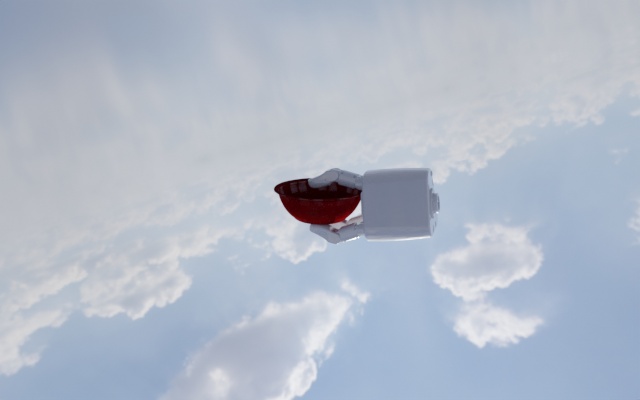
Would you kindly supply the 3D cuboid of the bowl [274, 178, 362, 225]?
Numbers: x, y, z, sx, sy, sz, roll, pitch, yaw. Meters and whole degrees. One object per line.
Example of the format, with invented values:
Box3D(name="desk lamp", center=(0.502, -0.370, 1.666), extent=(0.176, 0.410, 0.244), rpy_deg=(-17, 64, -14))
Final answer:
Box3D(name="bowl", center=(-0.001, 0.003, 0.830), extent=(0.162, 0.055, 0.162), rpy_deg=(1, 15, 0))
